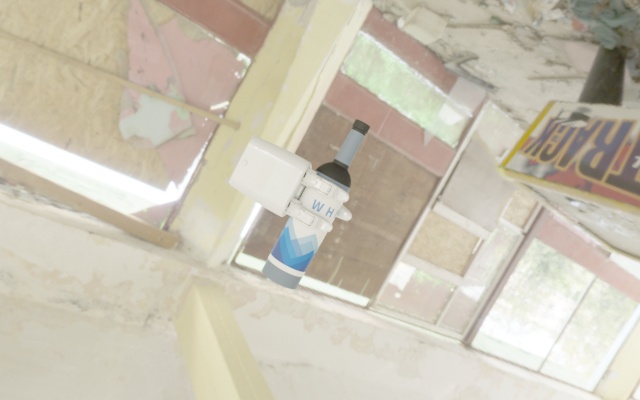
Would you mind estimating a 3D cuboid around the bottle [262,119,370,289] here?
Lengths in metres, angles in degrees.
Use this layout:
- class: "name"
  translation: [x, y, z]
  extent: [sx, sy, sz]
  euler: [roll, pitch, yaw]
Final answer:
- class: "bottle"
  translation: [0.000, 0.003, 0.790]
  extent: [0.069, 0.296, 0.069]
  euler: [28, 4, -2]
